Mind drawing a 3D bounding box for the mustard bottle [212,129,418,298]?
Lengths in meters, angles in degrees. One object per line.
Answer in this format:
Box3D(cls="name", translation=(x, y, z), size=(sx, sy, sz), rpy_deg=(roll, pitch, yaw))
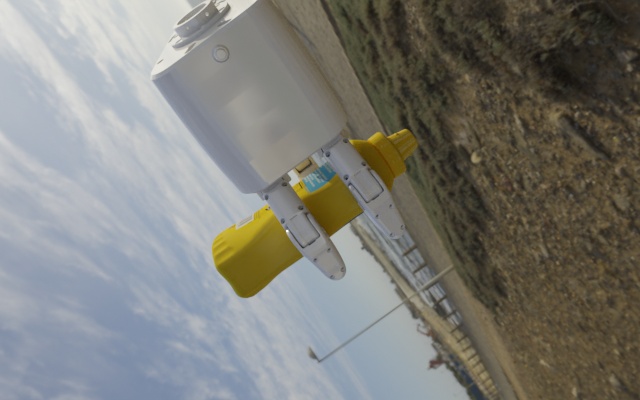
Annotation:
Box3D(cls="mustard bottle", translation=(0.000, 0.002, 0.408), size=(0.191, 0.058, 0.096), rpy_deg=(-36, 9, 1))
